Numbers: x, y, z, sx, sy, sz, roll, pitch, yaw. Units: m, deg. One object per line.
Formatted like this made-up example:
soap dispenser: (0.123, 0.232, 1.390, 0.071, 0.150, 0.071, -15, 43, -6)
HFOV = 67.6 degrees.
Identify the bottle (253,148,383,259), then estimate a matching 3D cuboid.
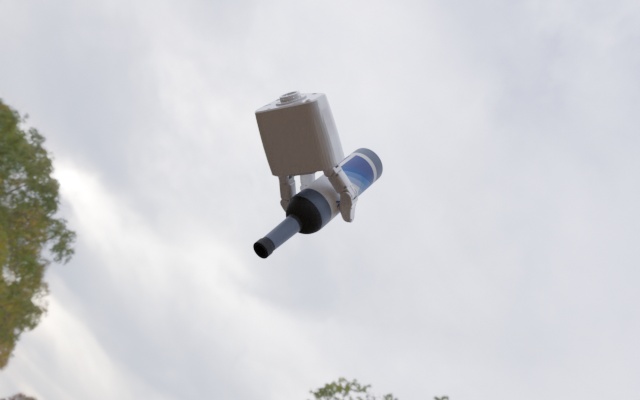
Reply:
bottle: (0.000, 0.002, 0.758, 0.069, 0.069, 0.295, 0, 27, 40)
